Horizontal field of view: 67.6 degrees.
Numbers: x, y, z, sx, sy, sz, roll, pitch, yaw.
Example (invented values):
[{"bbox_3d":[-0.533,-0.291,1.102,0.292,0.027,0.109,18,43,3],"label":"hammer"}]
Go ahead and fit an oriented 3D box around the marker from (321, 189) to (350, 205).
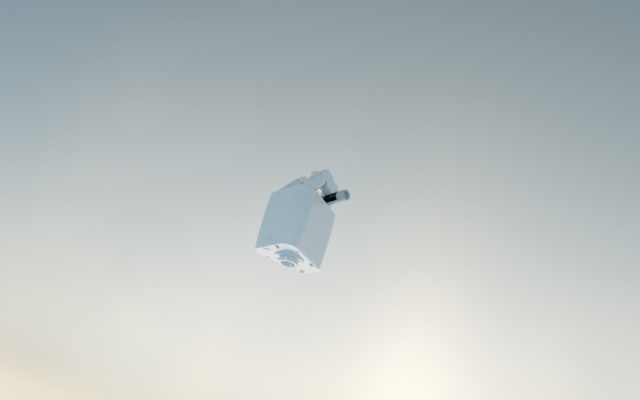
[{"bbox_3d":[0.000,0.003,0.814,0.020,0.020,0.121,0,-11,-46],"label":"marker"}]
